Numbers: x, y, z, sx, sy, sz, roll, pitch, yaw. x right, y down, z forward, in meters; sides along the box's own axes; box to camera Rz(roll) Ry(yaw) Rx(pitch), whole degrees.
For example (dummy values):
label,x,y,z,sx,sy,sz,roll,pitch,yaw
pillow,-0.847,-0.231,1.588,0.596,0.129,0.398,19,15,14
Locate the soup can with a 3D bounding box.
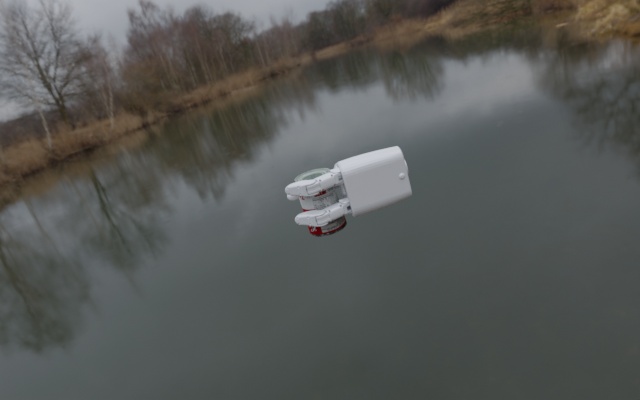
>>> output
label,x,y,z,sx,sy,sz,roll,pitch,yaw
soup can,0.000,0.003,0.827,0.068,0.102,0.068,-15,19,5
